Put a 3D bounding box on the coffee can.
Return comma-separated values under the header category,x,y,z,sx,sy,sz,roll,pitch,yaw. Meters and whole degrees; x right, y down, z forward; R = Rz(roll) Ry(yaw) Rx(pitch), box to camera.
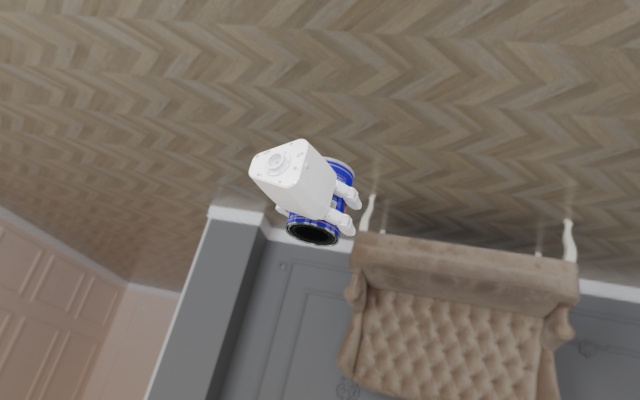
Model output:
category,x,y,z,sx,sy,sz,roll,pitch,yaw
coffee can,0.000,0.003,0.900,0.103,0.140,0.103,12,-25,6
